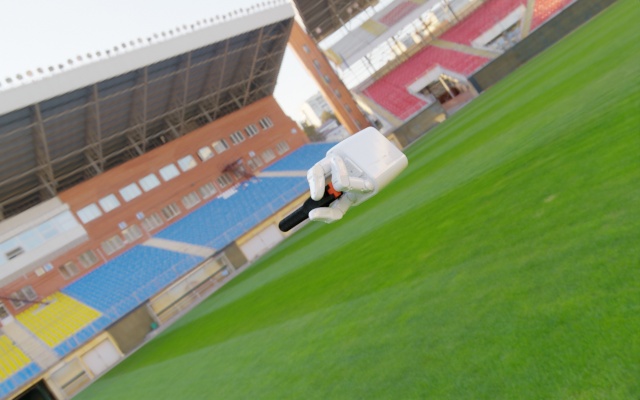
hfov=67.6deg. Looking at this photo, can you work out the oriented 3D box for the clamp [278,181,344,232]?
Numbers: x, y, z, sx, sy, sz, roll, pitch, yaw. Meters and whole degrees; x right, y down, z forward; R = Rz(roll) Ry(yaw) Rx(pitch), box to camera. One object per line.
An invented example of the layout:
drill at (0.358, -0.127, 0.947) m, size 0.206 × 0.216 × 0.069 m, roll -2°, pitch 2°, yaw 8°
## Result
clamp at (0.000, 0.002, 0.883) m, size 0.120 × 0.039 × 0.171 m, roll -36°, pitch 1°, yaw -38°
